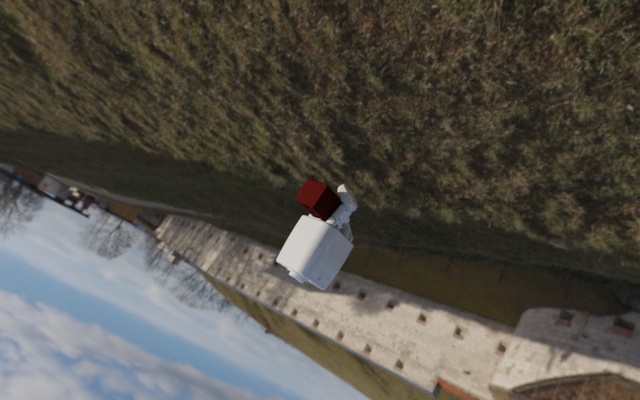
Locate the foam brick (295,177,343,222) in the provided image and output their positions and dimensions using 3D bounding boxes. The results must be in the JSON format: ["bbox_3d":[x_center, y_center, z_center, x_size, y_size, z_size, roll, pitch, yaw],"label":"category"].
[{"bbox_3d":[0.000,0.003,0.898,0.053,0.051,0.078,26,-13,42],"label":"foam brick"}]
